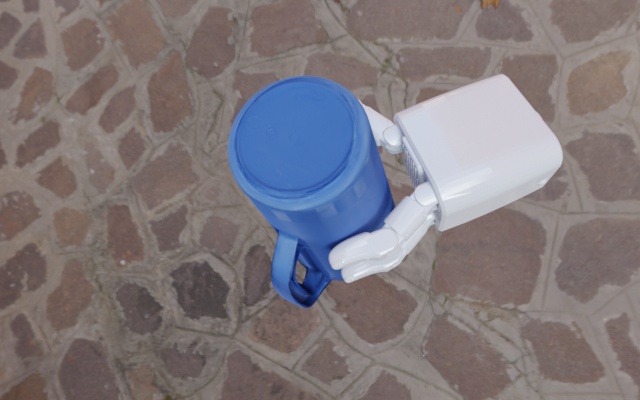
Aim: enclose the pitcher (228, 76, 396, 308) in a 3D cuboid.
[{"bbox_3d":[0.000,0.001,0.448,0.145,0.149,0.243,-23,-21,3],"label":"pitcher"}]
